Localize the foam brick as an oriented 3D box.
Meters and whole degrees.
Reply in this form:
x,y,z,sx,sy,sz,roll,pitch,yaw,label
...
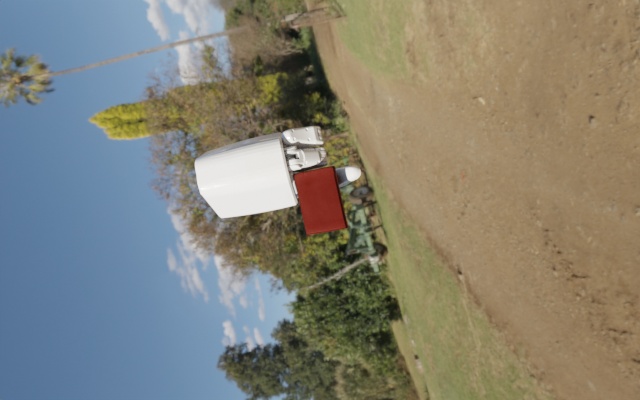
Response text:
x,y,z,sx,sy,sz,roll,pitch,yaw,label
0.000,0.002,0.595,0.051,0.078,0.053,-12,-4,-2,foam brick
